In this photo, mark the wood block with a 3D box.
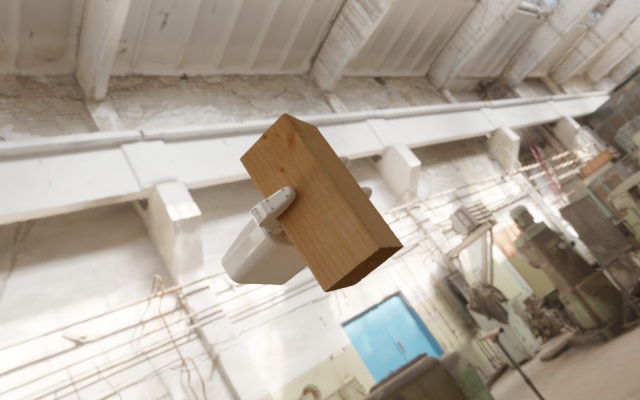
[{"bbox_3d":[0.000,0.002,0.604,0.090,0.206,0.091,-42,-20,19],"label":"wood block"}]
